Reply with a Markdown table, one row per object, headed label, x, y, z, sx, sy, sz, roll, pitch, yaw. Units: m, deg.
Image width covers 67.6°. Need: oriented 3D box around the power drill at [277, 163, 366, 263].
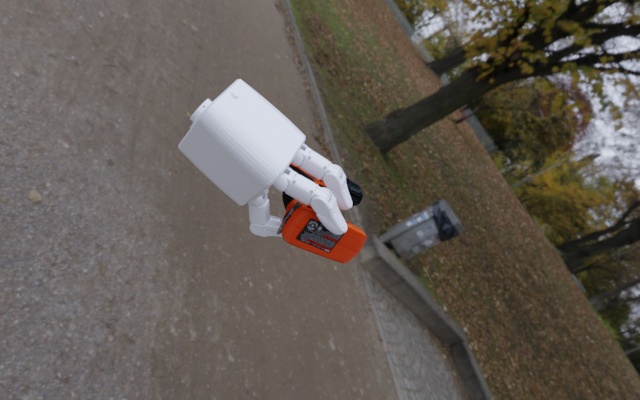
| label | x | y | z | sx | sy | sz | roll | pitch | yaw |
| --- | --- | --- | --- | --- | --- | --- | --- | --- | --- |
| power drill | 0.000 | 0.002 | 0.657 | 0.184 | 0.057 | 0.187 | 22 | 24 | -26 |
